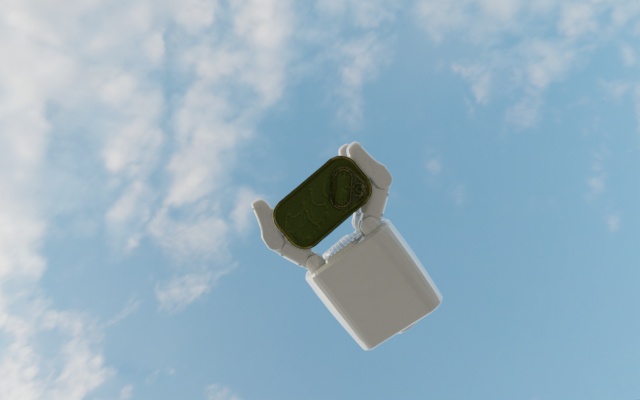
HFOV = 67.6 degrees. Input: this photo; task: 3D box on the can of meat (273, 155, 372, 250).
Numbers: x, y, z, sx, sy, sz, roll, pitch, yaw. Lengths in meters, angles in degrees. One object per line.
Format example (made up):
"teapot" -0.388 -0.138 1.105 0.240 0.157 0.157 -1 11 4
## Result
"can of meat" 0.000 0.002 0.515 0.102 0.057 0.084 -41 2 -2
